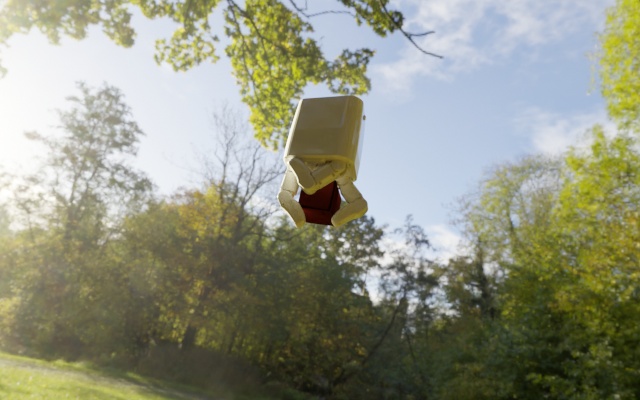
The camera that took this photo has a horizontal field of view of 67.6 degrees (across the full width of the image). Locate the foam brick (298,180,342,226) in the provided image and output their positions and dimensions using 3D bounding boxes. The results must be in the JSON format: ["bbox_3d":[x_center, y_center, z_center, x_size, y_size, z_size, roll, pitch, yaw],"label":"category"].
[{"bbox_3d":[0.000,0.003,0.745,0.053,0.051,0.078,8,-19,11],"label":"foam brick"}]
